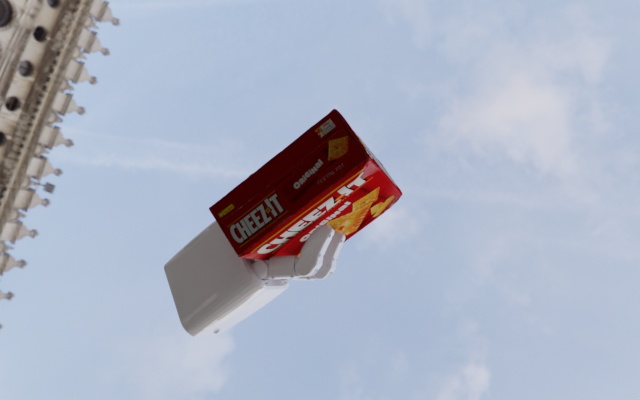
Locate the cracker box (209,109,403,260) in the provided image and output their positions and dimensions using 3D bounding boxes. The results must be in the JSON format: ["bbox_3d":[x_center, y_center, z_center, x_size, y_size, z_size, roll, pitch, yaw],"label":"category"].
[{"bbox_3d":[0.000,0.002,0.555,0.164,0.072,0.214,-38,-18,9],"label":"cracker box"}]
